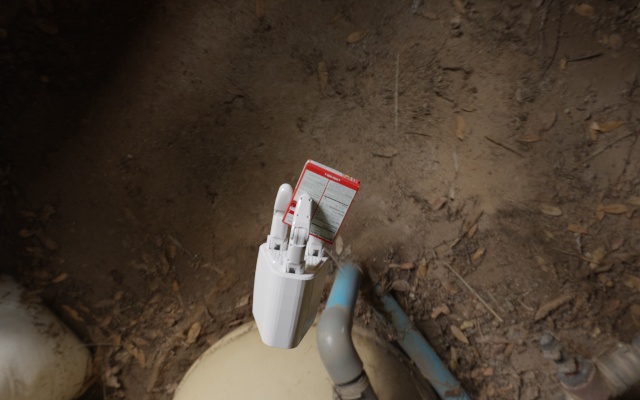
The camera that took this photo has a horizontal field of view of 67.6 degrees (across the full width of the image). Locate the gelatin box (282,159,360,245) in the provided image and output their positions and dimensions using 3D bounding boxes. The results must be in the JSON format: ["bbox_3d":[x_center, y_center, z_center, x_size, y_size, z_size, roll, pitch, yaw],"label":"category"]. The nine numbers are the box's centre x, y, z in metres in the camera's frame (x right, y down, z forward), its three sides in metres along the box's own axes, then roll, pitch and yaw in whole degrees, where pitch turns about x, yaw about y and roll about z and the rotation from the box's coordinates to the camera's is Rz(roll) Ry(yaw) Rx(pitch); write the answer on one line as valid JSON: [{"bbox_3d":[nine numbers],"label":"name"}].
[{"bbox_3d":[0.000,0.002,0.615,0.073,0.089,0.030,24,17,-2],"label":"gelatin box"}]
